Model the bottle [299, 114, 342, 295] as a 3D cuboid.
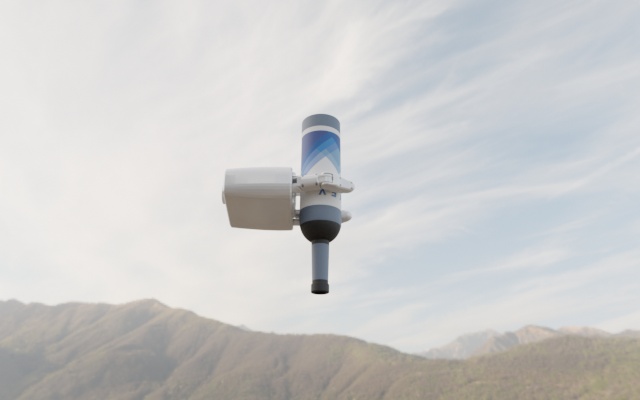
[{"bbox_3d":[0.000,0.002,0.767,0.069,0.295,0.069,0,-24,0],"label":"bottle"}]
